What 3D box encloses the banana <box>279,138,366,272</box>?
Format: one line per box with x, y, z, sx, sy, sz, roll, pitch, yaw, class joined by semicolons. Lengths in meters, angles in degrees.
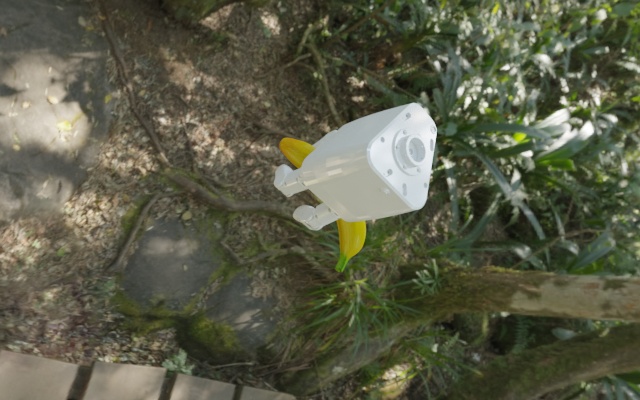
0.014;-0.004;0.634;0.069;0.198;0.037;-34;17;-33;banana
